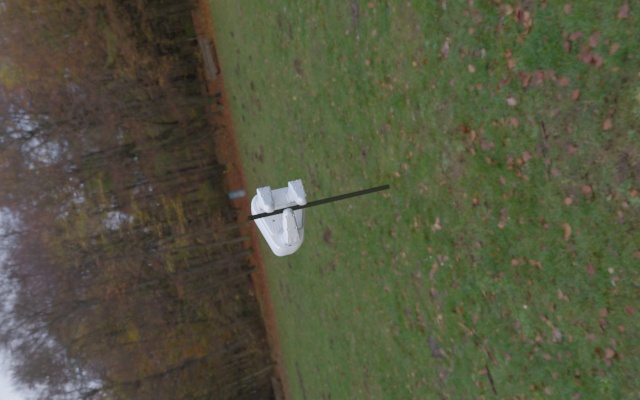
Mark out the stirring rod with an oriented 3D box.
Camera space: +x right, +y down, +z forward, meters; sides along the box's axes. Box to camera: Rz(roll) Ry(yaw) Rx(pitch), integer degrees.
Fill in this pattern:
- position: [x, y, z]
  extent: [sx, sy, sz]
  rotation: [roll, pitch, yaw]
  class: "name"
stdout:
- position: [0.000, 0.003, 0.781]
  extent: [0.239, 0.011, 0.011]
  rotation: [-13, 2, -11]
  class: "stirring rod"
